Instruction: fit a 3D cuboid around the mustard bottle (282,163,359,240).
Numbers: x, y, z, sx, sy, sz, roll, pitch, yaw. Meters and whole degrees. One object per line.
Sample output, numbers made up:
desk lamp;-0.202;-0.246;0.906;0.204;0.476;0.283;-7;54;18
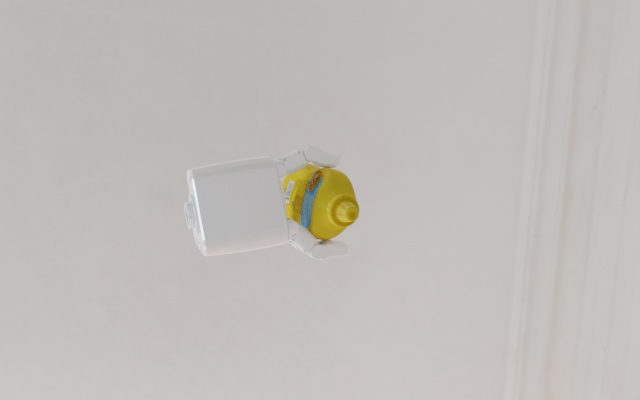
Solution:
mustard bottle;0.000;0.002;0.653;0.058;0.096;0.191;16;2;-24
